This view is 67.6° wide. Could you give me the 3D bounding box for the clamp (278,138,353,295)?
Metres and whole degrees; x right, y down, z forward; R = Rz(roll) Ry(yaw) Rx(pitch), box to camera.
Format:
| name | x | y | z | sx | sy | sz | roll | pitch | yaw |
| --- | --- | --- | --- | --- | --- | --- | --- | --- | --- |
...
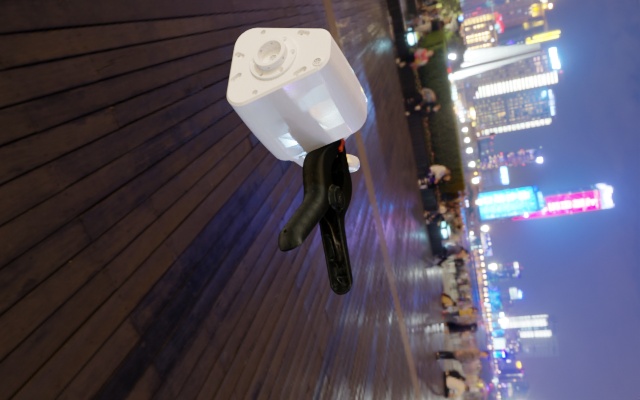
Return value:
| name | x | y | z | sx | sy | sz | roll | pitch | yaw |
| --- | --- | --- | --- | --- | --- | --- | --- | --- | --- |
| clamp | 0.001 | 0.001 | 0.494 | 0.039 | 0.171 | 0.120 | -11 | -27 | 22 |
